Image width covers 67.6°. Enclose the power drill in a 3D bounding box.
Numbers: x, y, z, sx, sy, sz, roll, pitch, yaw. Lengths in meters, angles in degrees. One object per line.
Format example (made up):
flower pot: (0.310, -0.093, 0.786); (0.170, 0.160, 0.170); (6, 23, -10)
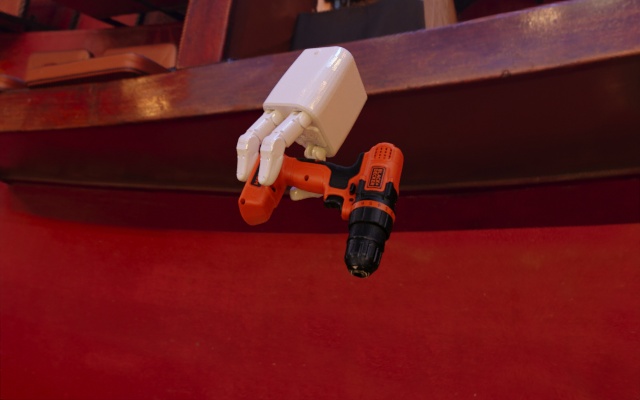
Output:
power drill: (0.000, 0.002, 0.586); (0.187, 0.184, 0.057); (7, -37, 16)
